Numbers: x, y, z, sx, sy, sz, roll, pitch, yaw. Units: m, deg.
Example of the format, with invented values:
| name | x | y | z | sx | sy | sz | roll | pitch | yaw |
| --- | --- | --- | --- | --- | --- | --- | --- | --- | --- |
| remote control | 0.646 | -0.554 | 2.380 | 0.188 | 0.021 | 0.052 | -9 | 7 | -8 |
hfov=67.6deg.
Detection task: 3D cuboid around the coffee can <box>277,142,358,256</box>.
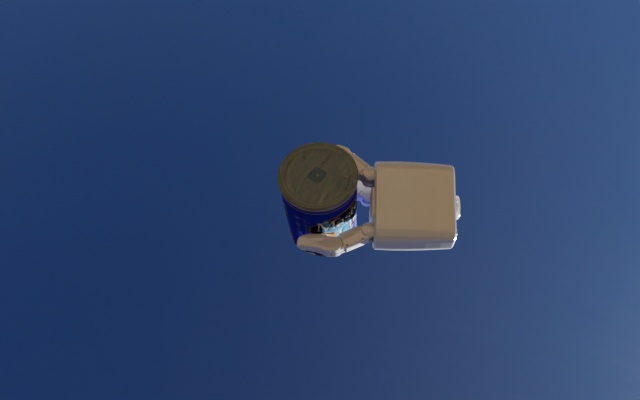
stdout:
| name | x | y | z | sx | sy | sz | roll | pitch | yaw |
| --- | --- | --- | --- | --- | --- | --- | --- | --- | --- |
| coffee can | 0.000 | 0.002 | 0.660 | 0.103 | 0.102 | 0.140 | 0 | -30 | 4 |
